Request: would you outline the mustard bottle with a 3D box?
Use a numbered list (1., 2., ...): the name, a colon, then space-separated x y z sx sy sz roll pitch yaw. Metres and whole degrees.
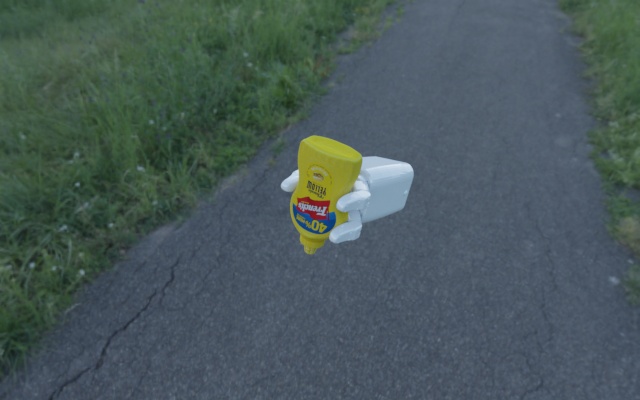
1. mustard bottle: 0.000 0.002 0.745 0.096 0.192 0.058 24 31 21
